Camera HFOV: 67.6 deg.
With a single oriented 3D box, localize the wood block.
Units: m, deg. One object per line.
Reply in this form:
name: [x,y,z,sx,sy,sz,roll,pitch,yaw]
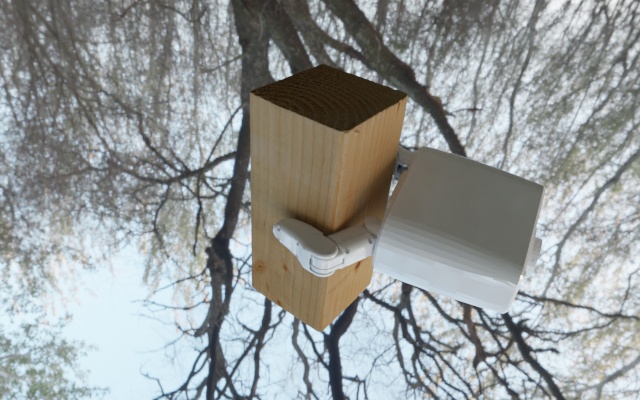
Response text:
wood block: [0.000,0.002,0.419,0.090,0.206,0.090,28,41,27]
